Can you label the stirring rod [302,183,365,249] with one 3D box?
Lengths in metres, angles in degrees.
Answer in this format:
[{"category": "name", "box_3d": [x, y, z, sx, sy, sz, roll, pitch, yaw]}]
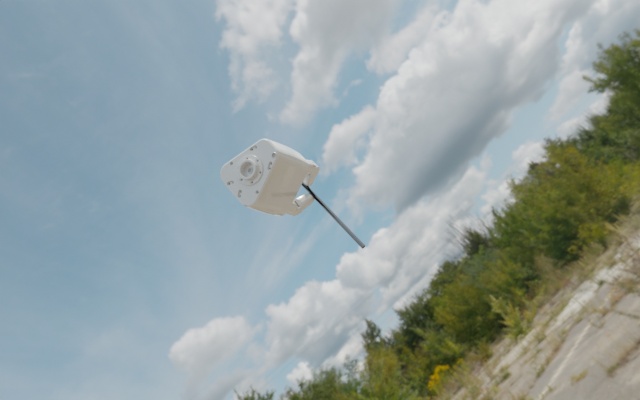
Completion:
[{"category": "stirring rod", "box_3d": [0.000, 0.003, 0.896, 0.239, 0.011, 0.011, 46, 22, 22]}]
